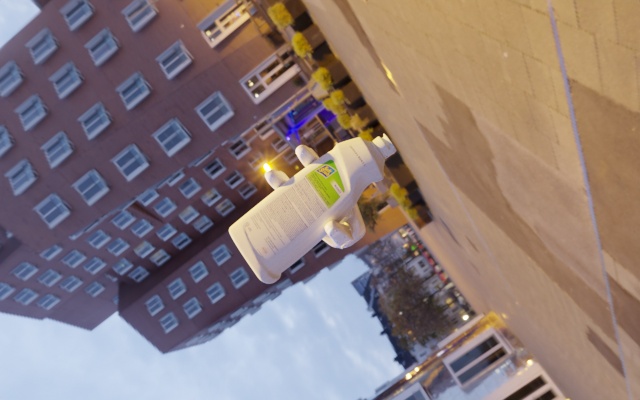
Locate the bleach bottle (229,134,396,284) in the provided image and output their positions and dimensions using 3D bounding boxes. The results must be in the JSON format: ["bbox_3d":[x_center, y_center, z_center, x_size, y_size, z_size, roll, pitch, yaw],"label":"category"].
[{"bbox_3d":[0.000,0.002,0.660,0.251,0.102,0.068,-37,-11,6],"label":"bleach bottle"}]
